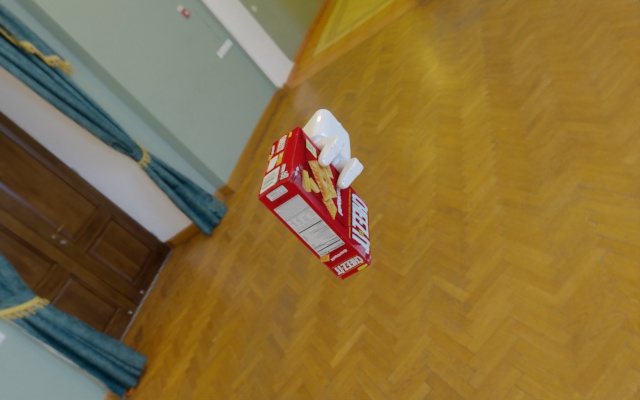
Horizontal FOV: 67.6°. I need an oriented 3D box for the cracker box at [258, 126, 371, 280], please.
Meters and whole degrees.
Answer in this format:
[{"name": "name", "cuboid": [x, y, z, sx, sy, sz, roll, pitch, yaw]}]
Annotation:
[{"name": "cracker box", "cuboid": [0.000, 0.003, 0.803, 0.072, 0.214, 0.164, -31, 29, 24]}]
